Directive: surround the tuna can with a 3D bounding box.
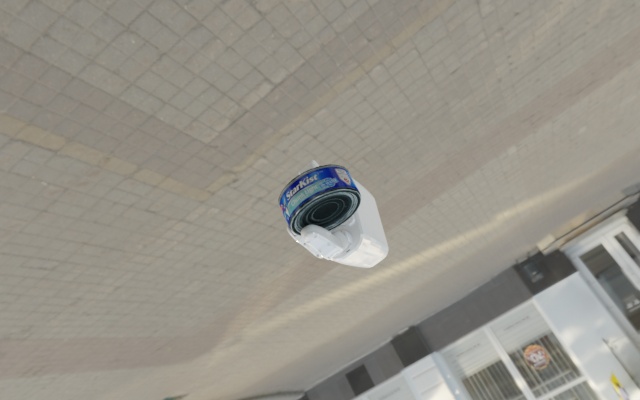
[{"bbox_3d":[0.000,0.002,0.516,0.086,0.033,0.086,-20,-30,-12],"label":"tuna can"}]
